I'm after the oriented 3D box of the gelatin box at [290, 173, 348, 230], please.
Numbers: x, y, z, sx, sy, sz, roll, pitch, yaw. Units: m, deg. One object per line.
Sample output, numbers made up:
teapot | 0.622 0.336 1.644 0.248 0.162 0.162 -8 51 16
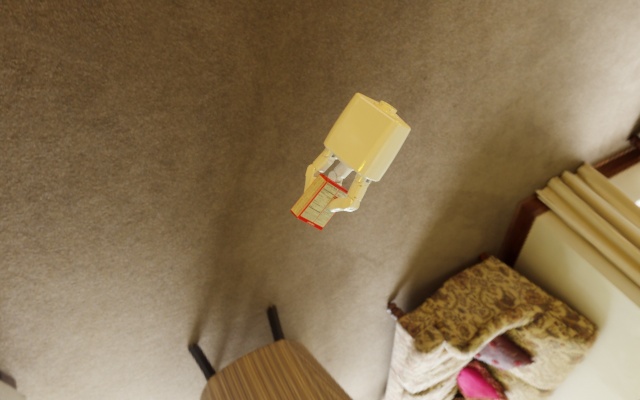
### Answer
gelatin box | 0.000 0.003 0.855 0.073 0.089 0.030 30 11 -48
